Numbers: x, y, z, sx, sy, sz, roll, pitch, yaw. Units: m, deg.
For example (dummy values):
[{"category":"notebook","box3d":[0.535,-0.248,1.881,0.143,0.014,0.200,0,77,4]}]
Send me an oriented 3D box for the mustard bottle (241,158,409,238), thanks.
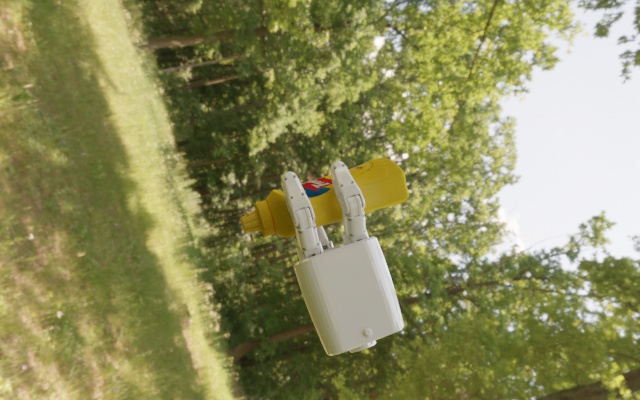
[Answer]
[{"category":"mustard bottle","box3d":[0.000,0.001,0.568,0.191,0.058,0.096,-17,16,-12]}]
